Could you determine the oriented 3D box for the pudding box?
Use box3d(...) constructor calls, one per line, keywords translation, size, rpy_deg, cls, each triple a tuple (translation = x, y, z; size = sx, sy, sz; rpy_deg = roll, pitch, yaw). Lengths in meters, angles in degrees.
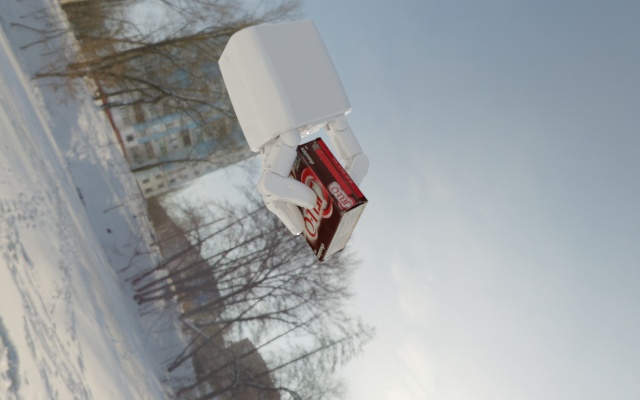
box3d(translation=(0.000, 0.002, 0.513), size=(0.039, 0.090, 0.114), rpy_deg=(-25, -24, -23), cls="pudding box")
